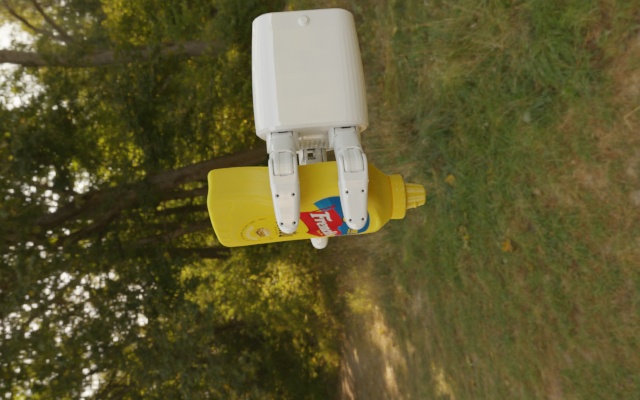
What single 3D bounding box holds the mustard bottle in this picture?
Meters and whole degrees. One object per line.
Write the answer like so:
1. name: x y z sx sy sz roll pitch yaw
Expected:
1. mustard bottle: 0.000 0.002 0.439 0.191 0.058 0.096 -5 -30 -2
